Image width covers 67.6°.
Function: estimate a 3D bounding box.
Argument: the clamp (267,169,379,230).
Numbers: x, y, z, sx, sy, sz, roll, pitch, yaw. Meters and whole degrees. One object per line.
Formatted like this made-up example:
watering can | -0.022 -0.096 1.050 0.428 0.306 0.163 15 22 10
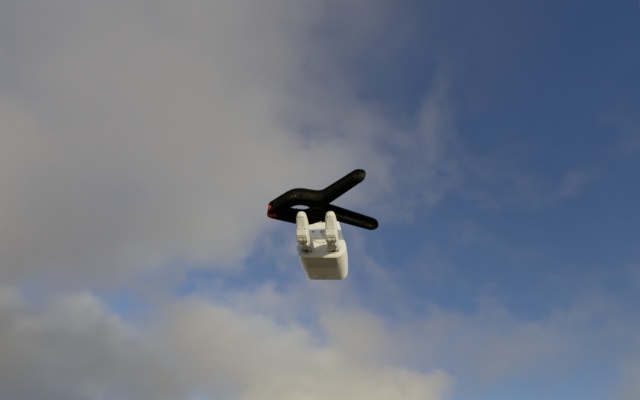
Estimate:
clamp | 0.000 0.002 0.886 0.210 0.036 0.165 -1 -39 8
